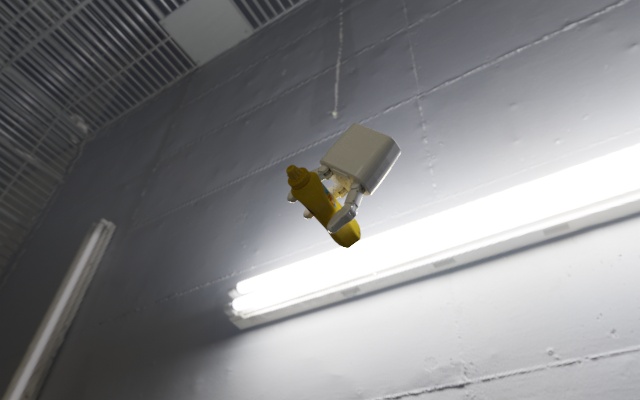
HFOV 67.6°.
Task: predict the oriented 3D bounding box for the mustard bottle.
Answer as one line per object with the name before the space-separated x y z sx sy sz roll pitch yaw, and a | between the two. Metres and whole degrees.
mustard bottle | 0.000 0.003 0.865 0.058 0.192 0.096 -37 37 6
